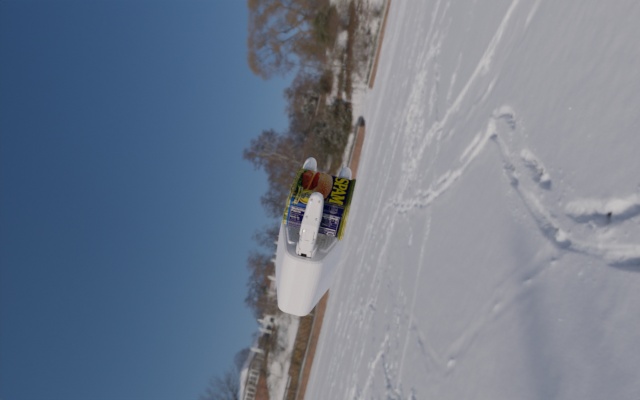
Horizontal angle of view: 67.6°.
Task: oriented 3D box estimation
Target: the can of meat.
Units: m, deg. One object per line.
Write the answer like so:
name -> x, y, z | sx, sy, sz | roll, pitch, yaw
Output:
can of meat -> 0.000, 0.002, 0.666 | 0.084, 0.057, 0.102 | 14, 34, 3
